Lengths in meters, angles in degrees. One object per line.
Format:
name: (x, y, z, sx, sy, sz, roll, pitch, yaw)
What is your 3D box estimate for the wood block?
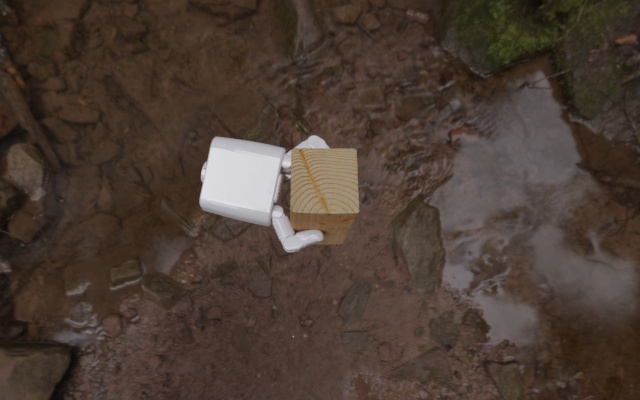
wood block: (0.000, 0.003, 0.716, 0.090, 0.090, 0.206, 1, -16, -3)
